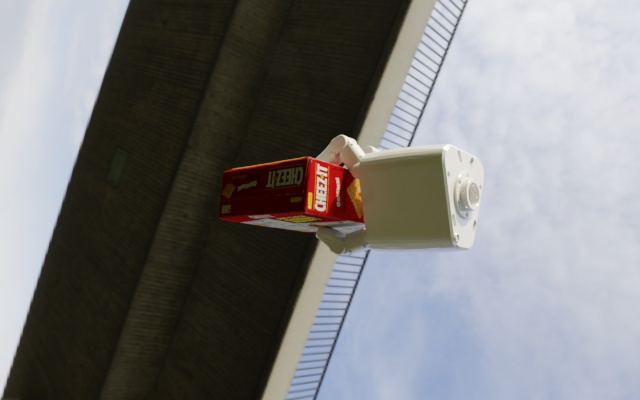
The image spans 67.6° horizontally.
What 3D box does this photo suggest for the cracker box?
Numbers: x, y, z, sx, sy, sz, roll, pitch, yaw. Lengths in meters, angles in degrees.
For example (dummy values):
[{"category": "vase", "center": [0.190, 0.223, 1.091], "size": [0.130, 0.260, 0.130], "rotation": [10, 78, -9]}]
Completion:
[{"category": "cracker box", "center": [0.000, 0.002, 0.637], "size": [0.164, 0.072, 0.214], "rotation": [-6, -13, 43]}]
